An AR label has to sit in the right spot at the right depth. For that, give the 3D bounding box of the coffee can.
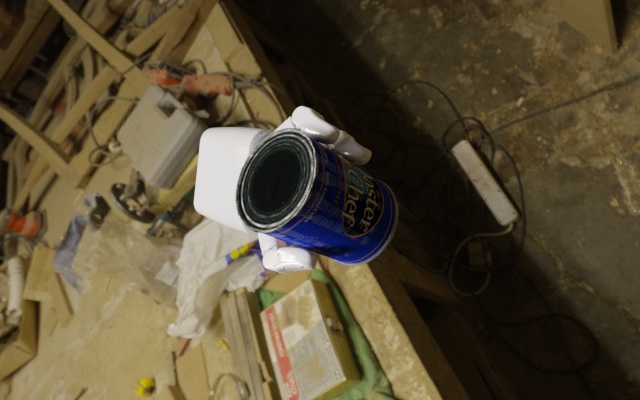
[{"bbox_3d":[0.000,0.002,0.487,0.103,0.102,0.140,0,-18,41],"label":"coffee can"}]
